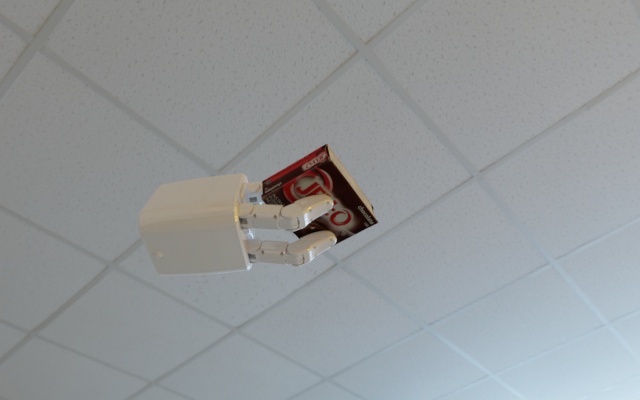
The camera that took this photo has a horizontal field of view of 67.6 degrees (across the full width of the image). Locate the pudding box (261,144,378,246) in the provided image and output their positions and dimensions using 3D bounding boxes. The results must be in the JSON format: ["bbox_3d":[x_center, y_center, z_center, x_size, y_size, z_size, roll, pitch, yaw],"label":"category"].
[{"bbox_3d":[0.000,0.002,0.550,0.090,0.039,0.113,-28,-52,17],"label":"pudding box"}]
